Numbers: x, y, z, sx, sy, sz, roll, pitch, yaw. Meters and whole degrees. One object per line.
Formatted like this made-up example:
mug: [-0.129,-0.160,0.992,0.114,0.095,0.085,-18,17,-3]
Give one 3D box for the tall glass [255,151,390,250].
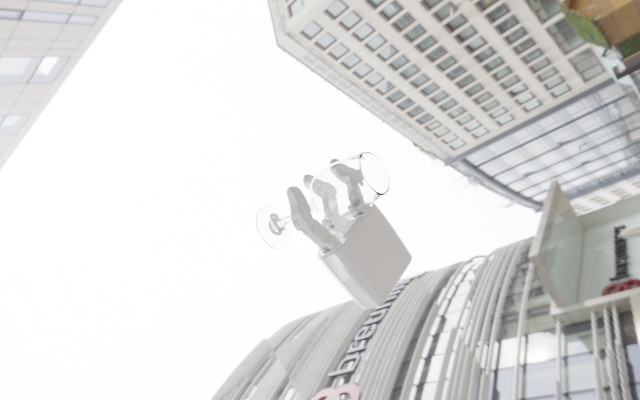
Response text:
tall glass: [0.000,0.002,0.673,0.201,0.079,0.079,-29,-18,37]
